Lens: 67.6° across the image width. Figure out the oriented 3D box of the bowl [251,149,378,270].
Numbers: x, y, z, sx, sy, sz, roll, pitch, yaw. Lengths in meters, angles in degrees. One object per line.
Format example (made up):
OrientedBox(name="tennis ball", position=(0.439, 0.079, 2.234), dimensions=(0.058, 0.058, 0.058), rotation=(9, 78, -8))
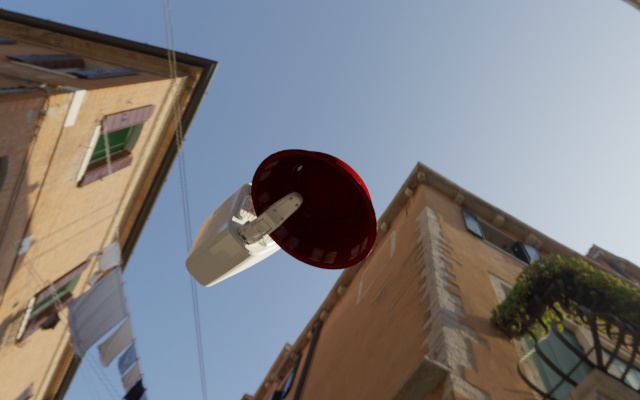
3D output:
OrientedBox(name="bowl", position=(0.001, 0.001, 0.564), dimensions=(0.162, 0.162, 0.055), rotation=(0, 31, 31))
